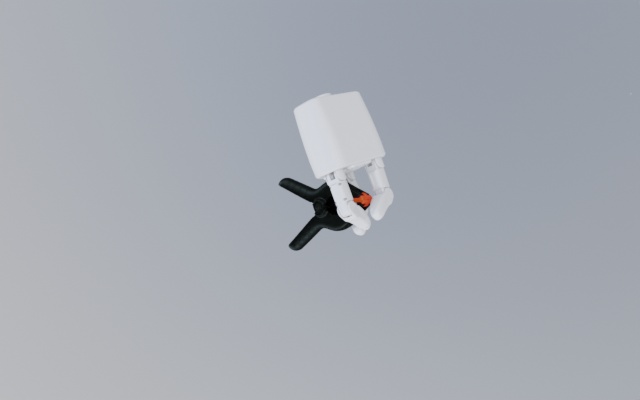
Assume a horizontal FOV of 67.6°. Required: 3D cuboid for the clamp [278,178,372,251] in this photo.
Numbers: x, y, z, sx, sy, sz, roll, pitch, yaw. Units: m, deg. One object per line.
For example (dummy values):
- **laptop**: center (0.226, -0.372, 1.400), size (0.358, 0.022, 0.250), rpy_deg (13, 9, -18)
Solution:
- **clamp**: center (0.000, 0.003, 0.746), size (0.171, 0.120, 0.039), rpy_deg (-22, -4, 34)
